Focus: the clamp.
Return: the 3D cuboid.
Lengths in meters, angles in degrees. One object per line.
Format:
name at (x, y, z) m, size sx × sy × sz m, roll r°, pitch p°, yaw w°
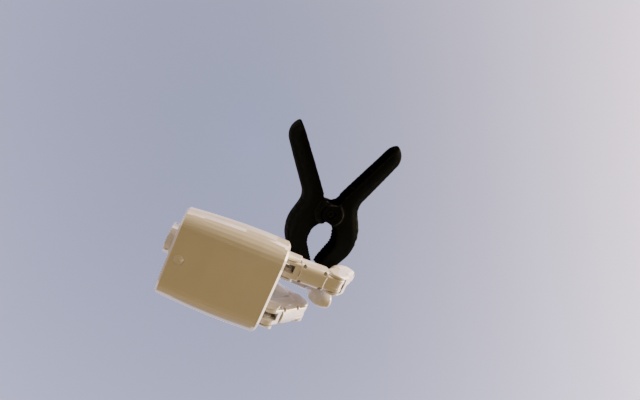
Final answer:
clamp at (0.000, 0.002, 0.499) m, size 0.120 × 0.171 × 0.039 m, roll 23°, pitch 7°, yaw -10°
